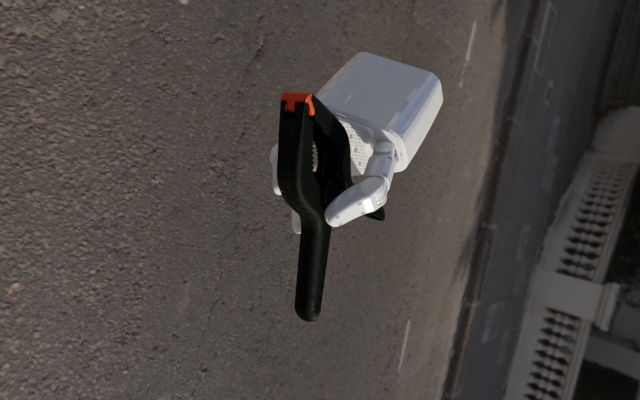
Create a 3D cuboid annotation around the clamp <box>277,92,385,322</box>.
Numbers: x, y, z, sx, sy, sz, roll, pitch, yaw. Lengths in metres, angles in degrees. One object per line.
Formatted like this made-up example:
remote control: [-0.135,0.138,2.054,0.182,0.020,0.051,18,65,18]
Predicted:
clamp: [0.001,0.001,0.444,0.036,0.164,0.210,10,-39,32]
